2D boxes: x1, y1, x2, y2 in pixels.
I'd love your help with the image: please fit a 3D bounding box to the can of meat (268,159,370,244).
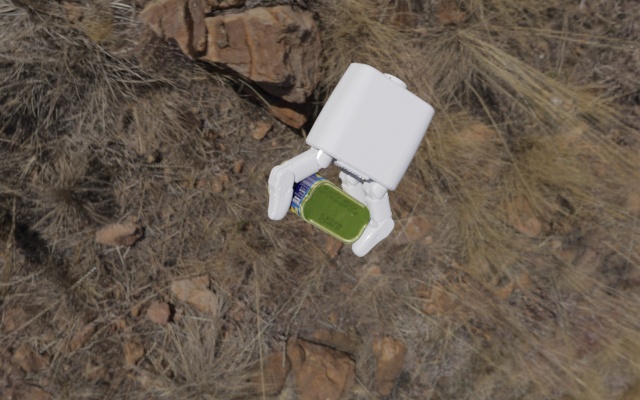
[{"bbox_3d":[0.000,0.002,0.572,0.102,0.057,0.084,31,1,-36],"label":"can of meat"}]
